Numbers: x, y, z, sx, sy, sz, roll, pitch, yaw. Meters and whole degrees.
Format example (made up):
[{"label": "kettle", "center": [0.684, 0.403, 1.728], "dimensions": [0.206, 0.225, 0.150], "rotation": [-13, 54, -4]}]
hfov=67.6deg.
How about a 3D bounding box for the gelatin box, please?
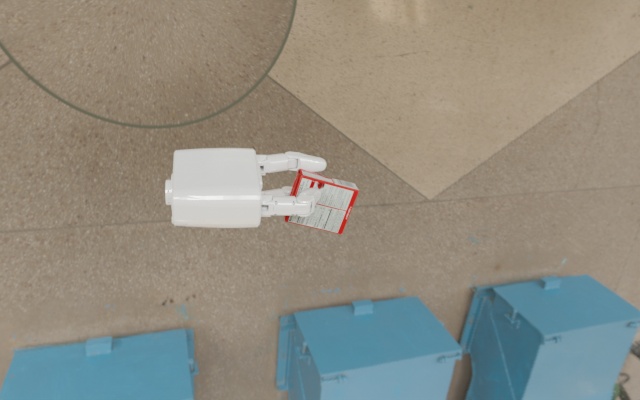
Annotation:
[{"label": "gelatin box", "center": [0.000, 0.002, 0.676], "dimensions": [0.089, 0.073, 0.030], "rotation": [14, 21, -14]}]
